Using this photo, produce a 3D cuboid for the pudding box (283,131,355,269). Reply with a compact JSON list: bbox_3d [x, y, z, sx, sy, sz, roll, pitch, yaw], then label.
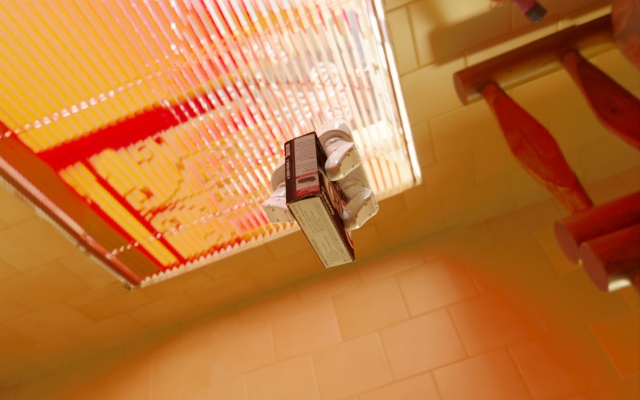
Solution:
[{"bbox_3d":[0.000,0.002,0.485,0.039,0.090,0.114,-18,-44,12],"label":"pudding box"}]
